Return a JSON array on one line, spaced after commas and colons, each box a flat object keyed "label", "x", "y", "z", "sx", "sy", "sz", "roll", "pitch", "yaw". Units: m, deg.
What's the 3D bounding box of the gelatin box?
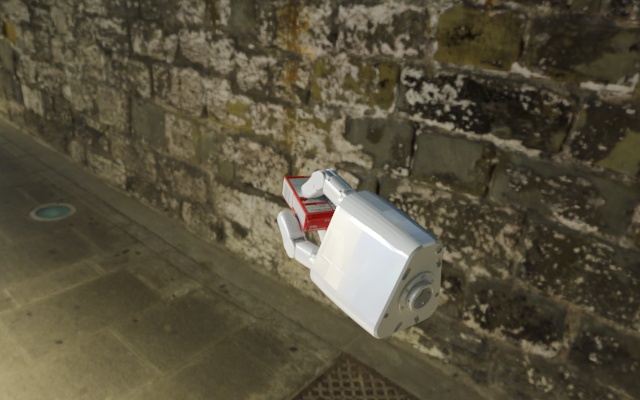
[{"label": "gelatin box", "x": 0.000, "y": 0.001, "z": 0.600, "sx": 0.073, "sy": 0.030, "sz": 0.089, "roll": -4, "pitch": 35, "yaw": -23}]
